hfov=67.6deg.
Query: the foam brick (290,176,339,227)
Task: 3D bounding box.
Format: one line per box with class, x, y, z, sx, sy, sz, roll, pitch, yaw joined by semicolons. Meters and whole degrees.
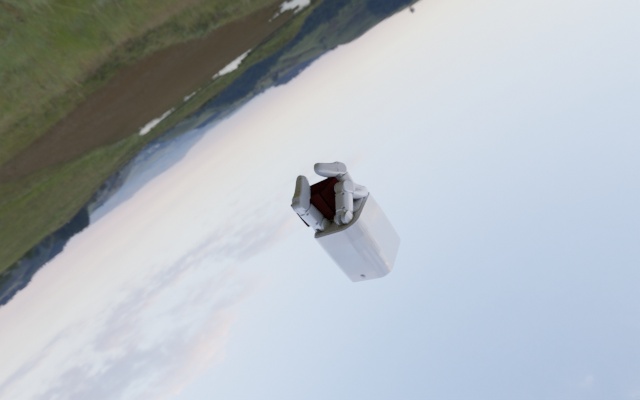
foam brick;0.000;0.003;0.783;0.078;0.051;0.053;-21;23;47
